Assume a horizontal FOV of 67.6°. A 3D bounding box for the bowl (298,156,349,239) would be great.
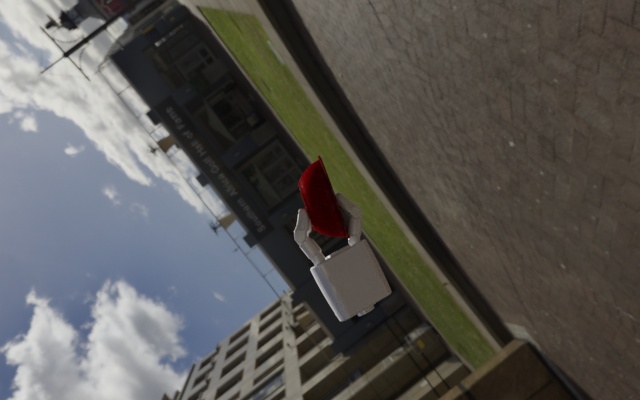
[{"bbox_3d":[-0.001,0.002,0.865,0.055,0.162,0.162,-19,0,0],"label":"bowl"}]
